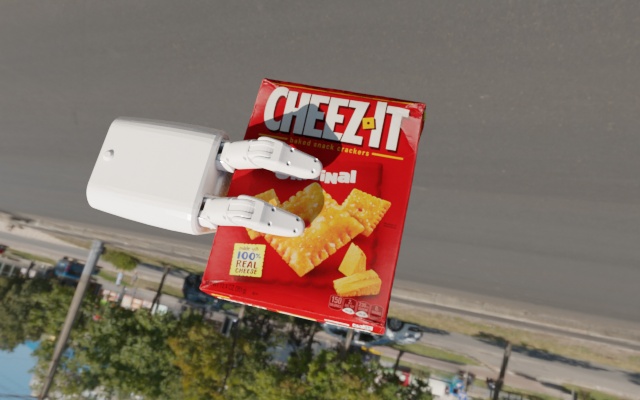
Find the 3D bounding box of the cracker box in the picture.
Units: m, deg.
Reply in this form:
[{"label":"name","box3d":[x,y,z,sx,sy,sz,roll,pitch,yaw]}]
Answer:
[{"label":"cracker box","box3d":[0.000,0.002,0.451,0.164,0.213,0.072,11,-16,8]}]
